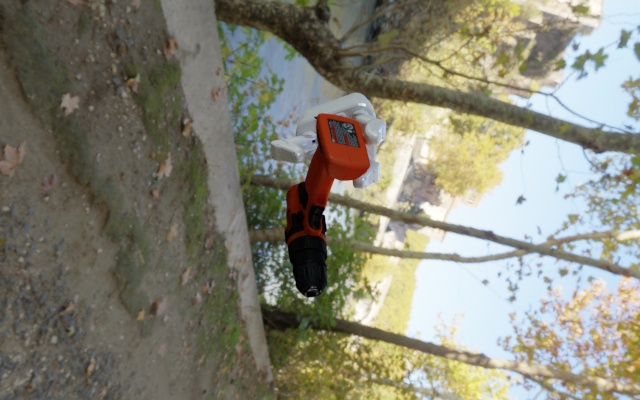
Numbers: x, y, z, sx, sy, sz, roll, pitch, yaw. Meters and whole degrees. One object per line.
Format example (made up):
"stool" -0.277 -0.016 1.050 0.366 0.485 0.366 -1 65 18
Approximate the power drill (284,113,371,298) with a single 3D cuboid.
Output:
"power drill" 0.000 0.001 0.597 0.057 0.184 0.188 9 -48 -19
